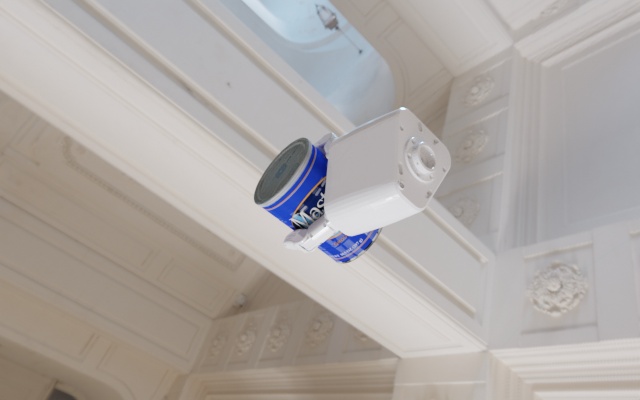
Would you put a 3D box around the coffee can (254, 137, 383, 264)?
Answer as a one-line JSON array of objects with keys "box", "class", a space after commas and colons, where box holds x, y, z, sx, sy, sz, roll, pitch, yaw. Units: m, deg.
[{"box": [0.000, 0.002, 0.617, 0.140, 0.102, 0.103, 38, -18, -24], "class": "coffee can"}]
